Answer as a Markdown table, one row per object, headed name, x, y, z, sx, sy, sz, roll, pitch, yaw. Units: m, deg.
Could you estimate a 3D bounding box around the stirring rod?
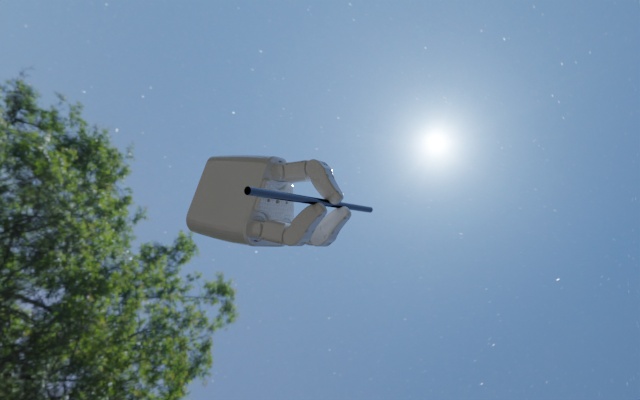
| name | x | y | z | sx | sy | sz | roll | pitch | yaw |
| --- | --- | --- | --- | --- | --- | --- | --- | --- | --- |
| stirring rod | 0.000 | 0.002 | 0.524 | 0.011 | 0.011 | 0.239 | 0 | -5 | 33 |
